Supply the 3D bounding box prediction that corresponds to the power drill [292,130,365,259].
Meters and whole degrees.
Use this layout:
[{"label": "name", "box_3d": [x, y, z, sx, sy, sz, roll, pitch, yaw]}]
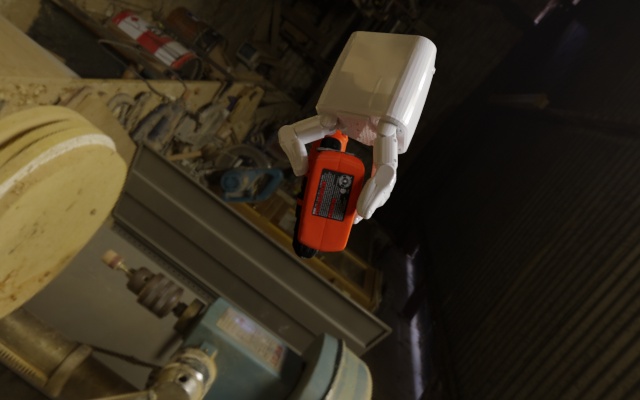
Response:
[{"label": "power drill", "box_3d": [0.000, 0.002, 0.583, 0.057, 0.184, 0.187, 10, 9, -7]}]
